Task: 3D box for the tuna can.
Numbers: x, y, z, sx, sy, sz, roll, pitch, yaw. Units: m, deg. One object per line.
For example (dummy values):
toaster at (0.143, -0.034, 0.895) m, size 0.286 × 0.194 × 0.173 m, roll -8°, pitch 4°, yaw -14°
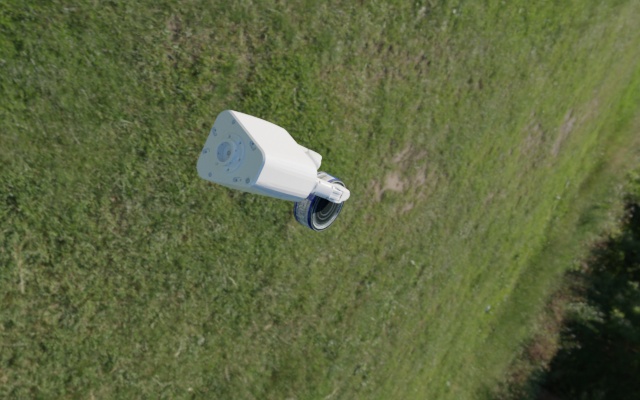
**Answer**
tuna can at (0.001, 0.003, 0.715) m, size 0.033 × 0.086 × 0.086 m, roll 28°, pitch 15°, yaw 30°
